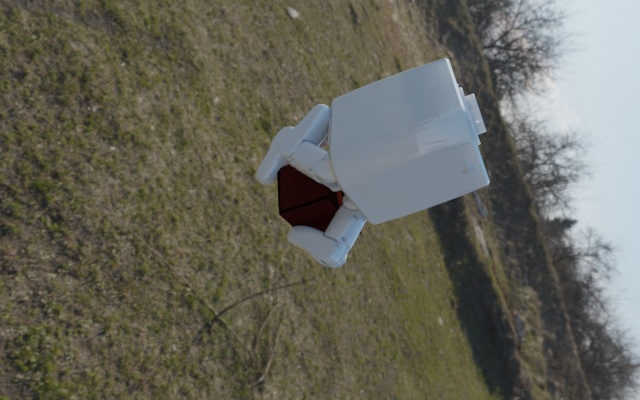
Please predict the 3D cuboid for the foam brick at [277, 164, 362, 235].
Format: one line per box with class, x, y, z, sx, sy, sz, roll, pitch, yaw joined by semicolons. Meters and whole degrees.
foam brick;0.000;0.002;0.454;0.051;0.053;0.078;-18;-35;19
